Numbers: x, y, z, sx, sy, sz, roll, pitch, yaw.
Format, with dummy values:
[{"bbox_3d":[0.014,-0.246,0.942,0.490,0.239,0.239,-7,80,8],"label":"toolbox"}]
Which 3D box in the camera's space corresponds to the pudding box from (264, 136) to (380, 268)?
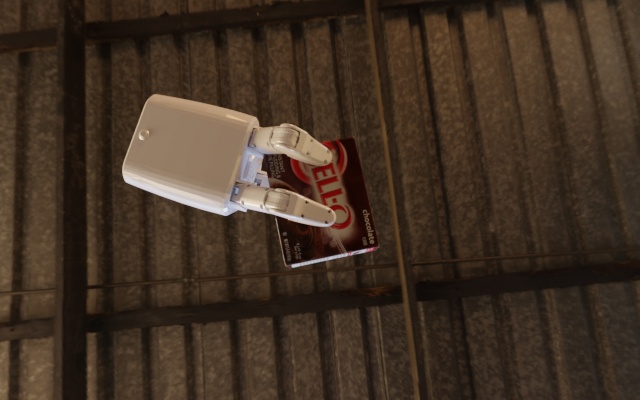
[{"bbox_3d":[0.000,0.002,0.463,0.090,0.113,0.039,-12,-9,-2],"label":"pudding box"}]
